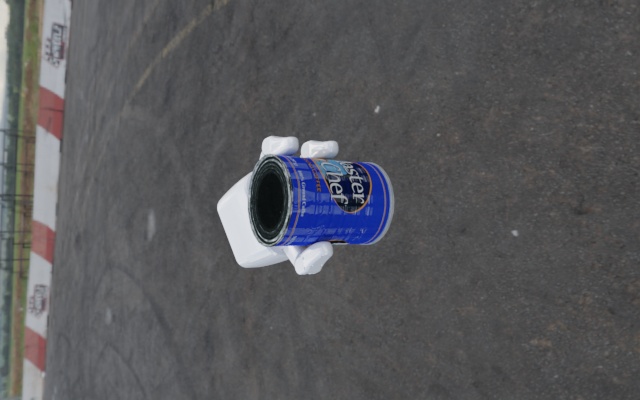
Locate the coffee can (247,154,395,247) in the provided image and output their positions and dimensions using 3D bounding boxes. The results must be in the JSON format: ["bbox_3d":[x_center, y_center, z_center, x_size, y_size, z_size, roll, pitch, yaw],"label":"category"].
[{"bbox_3d":[0.000,0.002,0.558,0.140,0.103,0.103,2,-1,-33],"label":"coffee can"}]
